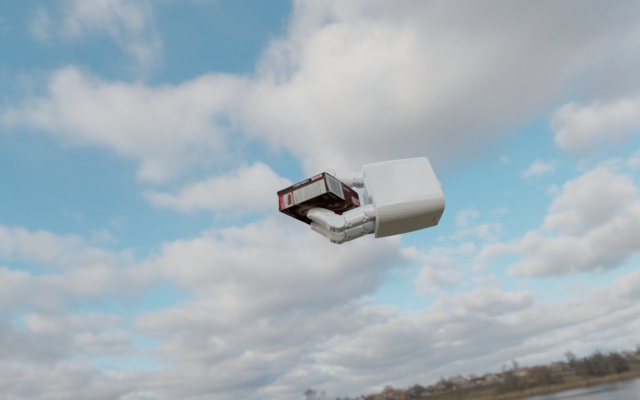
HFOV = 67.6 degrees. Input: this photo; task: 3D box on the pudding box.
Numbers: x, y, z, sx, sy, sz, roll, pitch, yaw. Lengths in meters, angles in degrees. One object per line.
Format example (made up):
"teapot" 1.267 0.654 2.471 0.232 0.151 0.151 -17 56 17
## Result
"pudding box" 0.000 0.002 0.743 0.090 0.039 0.113 -22 -28 24
